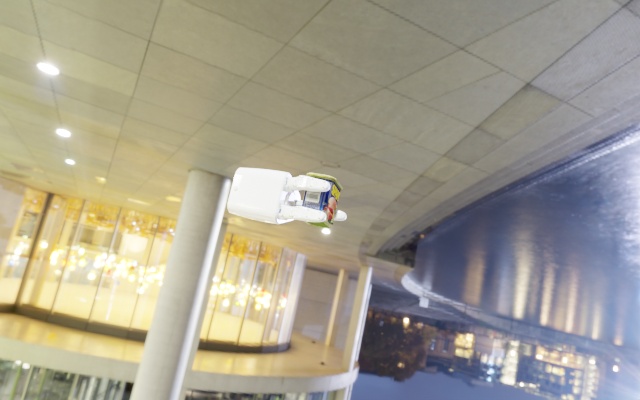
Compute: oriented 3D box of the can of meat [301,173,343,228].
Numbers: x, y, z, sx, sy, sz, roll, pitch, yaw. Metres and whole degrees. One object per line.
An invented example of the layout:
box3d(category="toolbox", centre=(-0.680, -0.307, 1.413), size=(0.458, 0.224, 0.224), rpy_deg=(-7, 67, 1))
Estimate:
box3d(category="can of meat", centre=(0.000, 0.003, 0.899), size=(0.057, 0.084, 0.102), rpy_deg=(10, -10, 14))
